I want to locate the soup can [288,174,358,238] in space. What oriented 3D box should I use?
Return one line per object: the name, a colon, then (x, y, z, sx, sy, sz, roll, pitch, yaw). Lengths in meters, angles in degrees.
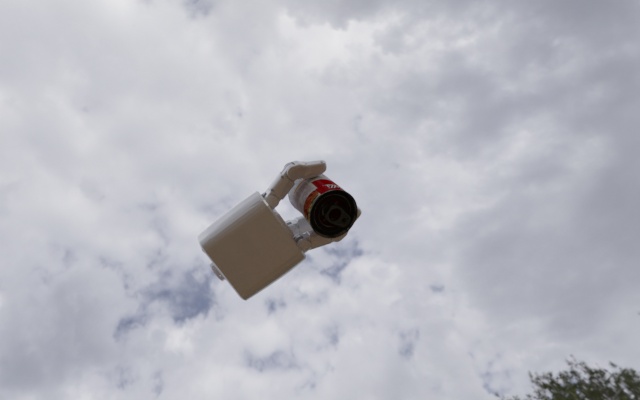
soup can: (0.000, 0.002, 0.664, 0.068, 0.068, 0.102, 0, 19, -22)
